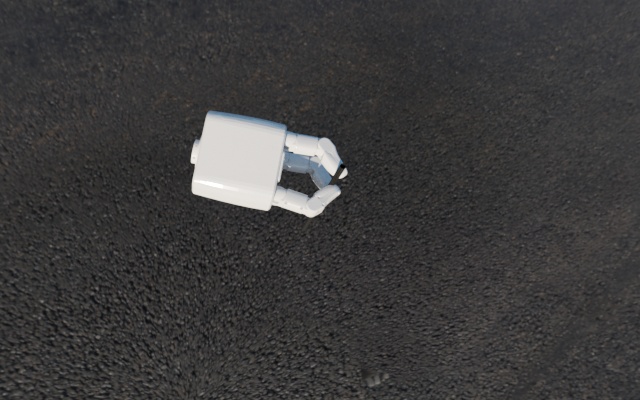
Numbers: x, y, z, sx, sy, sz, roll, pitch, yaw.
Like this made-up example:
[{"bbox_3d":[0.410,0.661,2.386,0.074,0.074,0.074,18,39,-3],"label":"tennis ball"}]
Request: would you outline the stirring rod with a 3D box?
[{"bbox_3d":[0.000,0.002,0.721,0.011,0.011,0.240,0,-23,-15],"label":"stirring rod"}]
